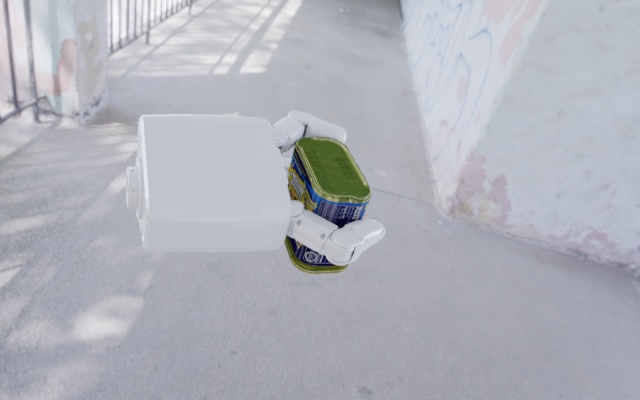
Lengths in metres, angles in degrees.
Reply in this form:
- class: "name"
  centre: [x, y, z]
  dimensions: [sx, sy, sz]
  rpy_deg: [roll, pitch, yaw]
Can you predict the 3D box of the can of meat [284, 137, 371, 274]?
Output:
- class: "can of meat"
  centre: [0.000, 0.001, 0.436]
  dimensions: [0.057, 0.084, 0.102]
  rpy_deg: [2, 37, -22]
